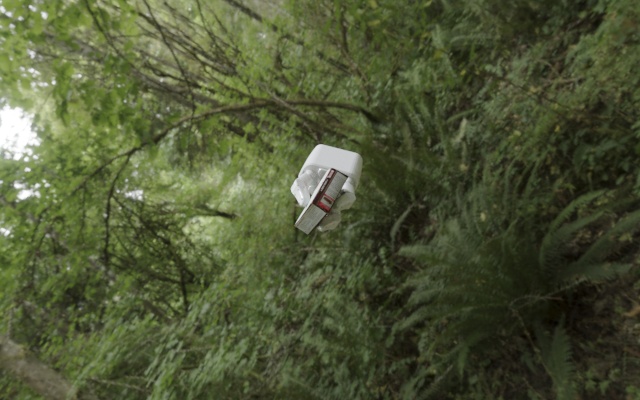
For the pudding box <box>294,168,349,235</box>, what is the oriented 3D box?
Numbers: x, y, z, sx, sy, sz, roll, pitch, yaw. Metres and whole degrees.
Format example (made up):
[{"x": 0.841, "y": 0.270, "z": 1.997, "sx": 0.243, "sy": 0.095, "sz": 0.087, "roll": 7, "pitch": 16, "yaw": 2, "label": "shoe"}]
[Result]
[{"x": 0.000, "y": 0.003, "z": 0.875, "sx": 0.039, "sy": 0.090, "sz": 0.113, "roll": 30, "pitch": -30, "yaw": -3, "label": "pudding box"}]
